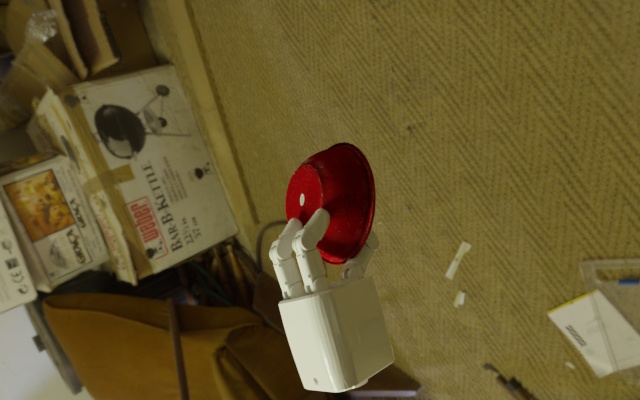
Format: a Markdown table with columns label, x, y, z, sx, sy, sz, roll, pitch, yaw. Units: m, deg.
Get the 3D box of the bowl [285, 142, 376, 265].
| label | x | y | z | sx | sy | sz | roll | pitch | yaw |
| --- | --- | --- | --- | --- | --- | --- | --- | --- | --- |
| bowl | -0.001 | 0.001 | 0.614 | 0.055 | 0.162 | 0.162 | 5 | -3 | -32 |
